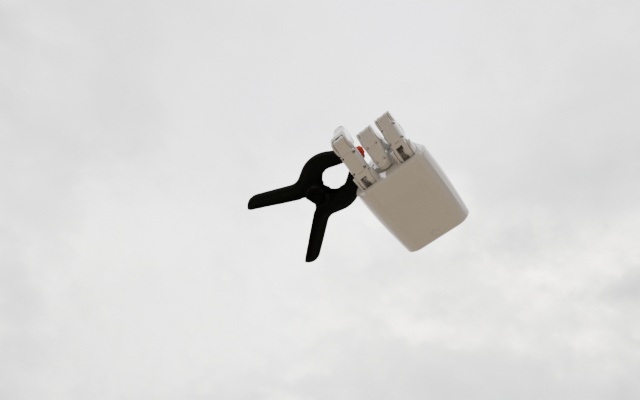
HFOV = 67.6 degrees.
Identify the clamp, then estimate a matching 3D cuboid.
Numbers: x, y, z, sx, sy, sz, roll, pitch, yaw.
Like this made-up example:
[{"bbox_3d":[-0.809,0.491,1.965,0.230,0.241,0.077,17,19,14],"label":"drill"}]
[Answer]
[{"bbox_3d":[0.000,0.002,0.623,0.171,0.120,0.039,-35,15,21],"label":"clamp"}]
